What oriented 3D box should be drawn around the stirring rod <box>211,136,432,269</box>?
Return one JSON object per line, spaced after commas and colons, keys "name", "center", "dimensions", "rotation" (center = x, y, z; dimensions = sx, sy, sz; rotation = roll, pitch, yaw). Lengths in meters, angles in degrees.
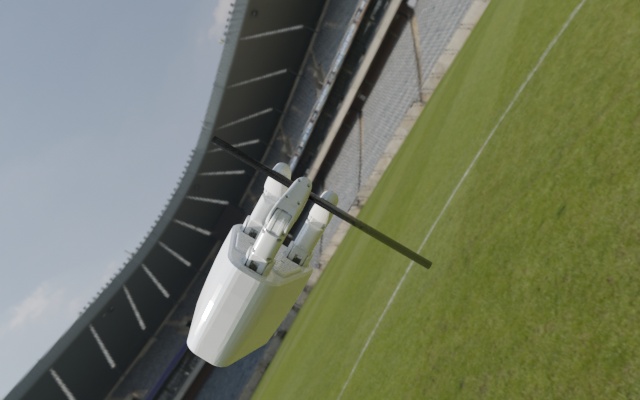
{"name": "stirring rod", "center": [0.000, 0.002, 0.458], "dimensions": [0.239, 0.011, 0.011], "rotation": [30, 1, 2]}
